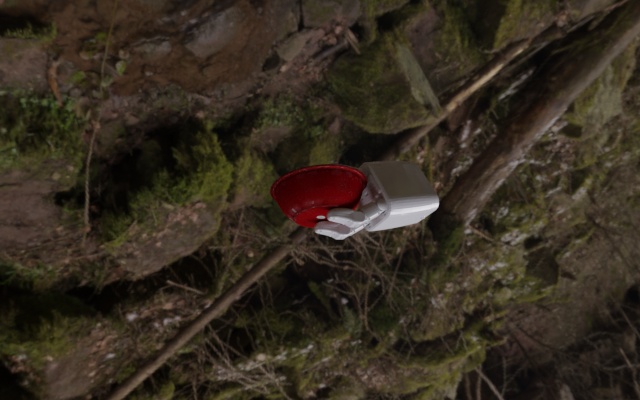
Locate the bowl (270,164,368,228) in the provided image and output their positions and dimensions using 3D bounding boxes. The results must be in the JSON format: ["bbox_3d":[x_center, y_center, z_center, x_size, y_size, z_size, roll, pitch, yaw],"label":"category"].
[{"bbox_3d":[-0.001,0.003,0.778,0.162,0.055,0.162,-5,-24,-2],"label":"bowl"}]
